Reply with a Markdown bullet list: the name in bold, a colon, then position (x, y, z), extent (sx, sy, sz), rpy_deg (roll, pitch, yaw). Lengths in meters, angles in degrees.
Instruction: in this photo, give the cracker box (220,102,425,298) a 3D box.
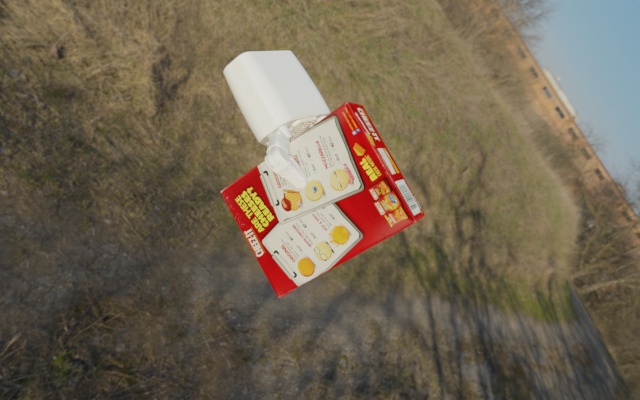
- **cracker box**: position (0.000, 0.002, 0.614), extent (0.214, 0.164, 0.072), rpy_deg (-32, -7, 24)
